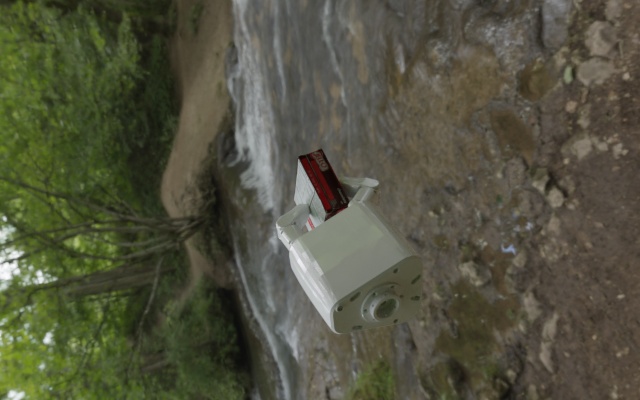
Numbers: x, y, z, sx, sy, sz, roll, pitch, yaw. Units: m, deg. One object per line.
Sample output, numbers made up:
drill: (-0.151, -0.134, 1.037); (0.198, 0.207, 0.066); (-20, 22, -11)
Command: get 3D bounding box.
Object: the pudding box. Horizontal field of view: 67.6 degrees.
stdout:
pudding box: (0.000, 0.002, 0.619); (0.039, 0.090, 0.114); (-17, -26, -17)
